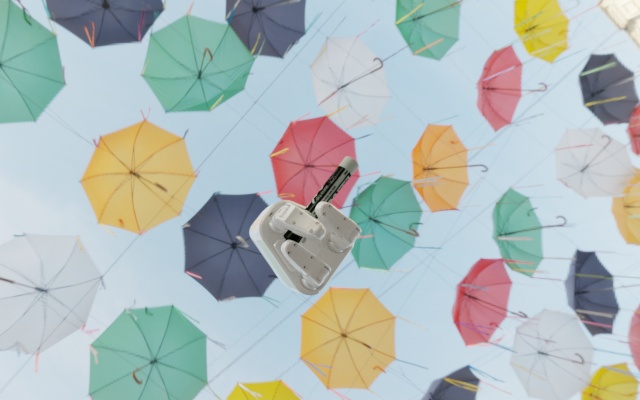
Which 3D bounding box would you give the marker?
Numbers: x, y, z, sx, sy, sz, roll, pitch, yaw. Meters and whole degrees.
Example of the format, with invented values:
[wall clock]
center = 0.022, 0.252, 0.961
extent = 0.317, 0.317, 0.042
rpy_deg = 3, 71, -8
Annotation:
[marker]
center = 0.000, 0.002, 0.523
extent = 0.020, 0.121, 0.020
rpy_deg = 35, -16, 11
